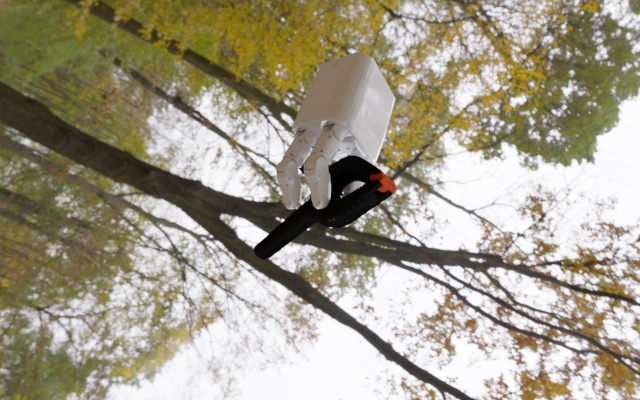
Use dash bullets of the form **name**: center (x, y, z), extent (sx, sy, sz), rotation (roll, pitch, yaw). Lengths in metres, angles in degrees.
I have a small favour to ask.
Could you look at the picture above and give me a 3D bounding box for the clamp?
- **clamp**: center (0.001, 0.002, 0.595), extent (0.036, 0.164, 0.210), rotation (35, -23, -34)
